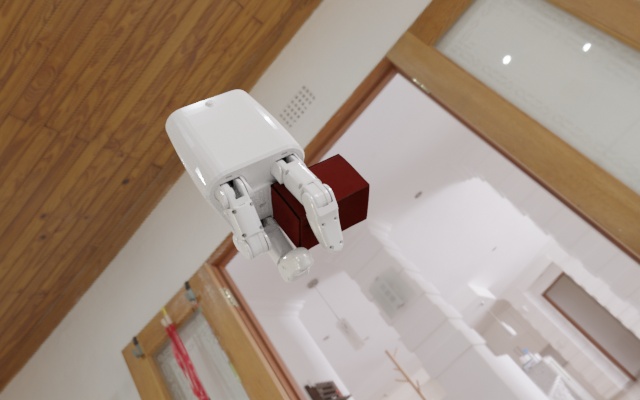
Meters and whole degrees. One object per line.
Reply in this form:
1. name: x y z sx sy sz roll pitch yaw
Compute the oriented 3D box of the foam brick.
1. foam brick: 0.000 0.001 0.450 0.078 0.053 0.051 -26 54 -22
